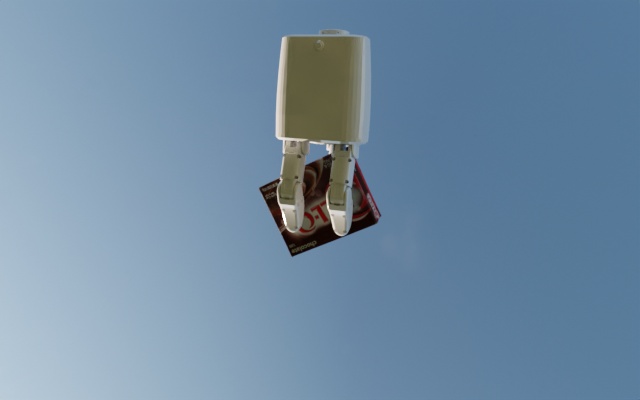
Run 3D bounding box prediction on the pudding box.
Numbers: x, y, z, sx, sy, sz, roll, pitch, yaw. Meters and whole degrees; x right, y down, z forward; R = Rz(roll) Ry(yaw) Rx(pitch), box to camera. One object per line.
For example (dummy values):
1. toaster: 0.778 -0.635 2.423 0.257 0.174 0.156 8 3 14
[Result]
1. pudding box: 0.000 0.002 0.541 0.113 0.090 0.039 -23 4 22
